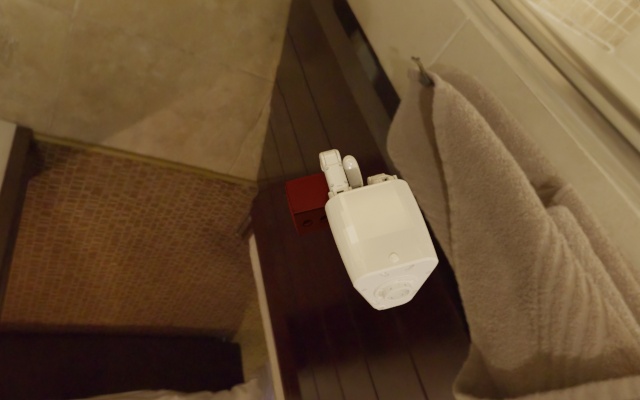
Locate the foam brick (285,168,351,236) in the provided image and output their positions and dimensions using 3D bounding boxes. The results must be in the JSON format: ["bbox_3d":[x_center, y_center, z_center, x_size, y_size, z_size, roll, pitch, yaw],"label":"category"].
[{"bbox_3d":[0.000,0.002,0.589,0.078,0.051,0.053,-14,-31,-4],"label":"foam brick"}]
